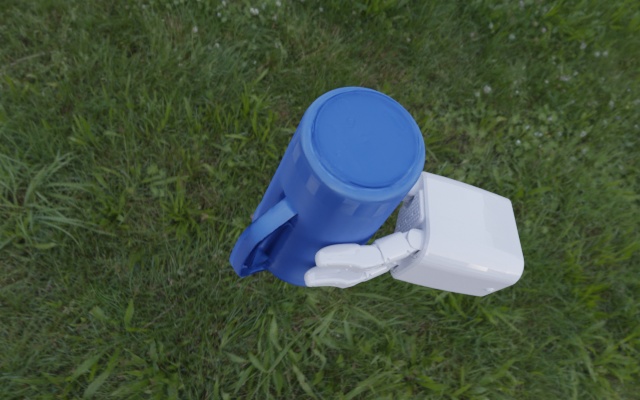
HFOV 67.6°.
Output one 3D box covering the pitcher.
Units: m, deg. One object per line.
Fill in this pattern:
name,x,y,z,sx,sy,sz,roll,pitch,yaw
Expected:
pitcher,0.000,0.002,0.484,0.145,0.149,0.243,16,-26,-8
